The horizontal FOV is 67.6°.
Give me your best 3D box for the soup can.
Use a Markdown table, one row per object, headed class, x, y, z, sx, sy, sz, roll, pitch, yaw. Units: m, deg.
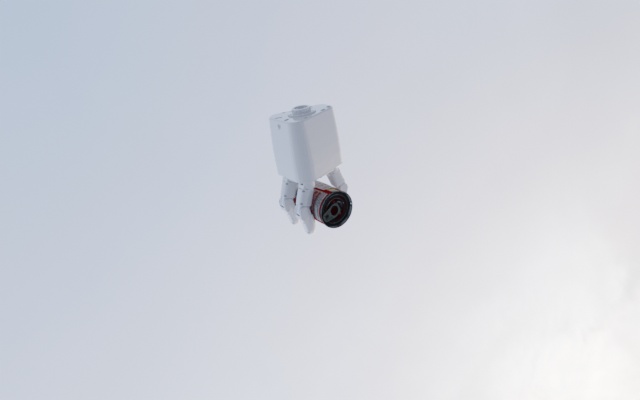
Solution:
| class | x | y | z | sx | sy | sz | roll | pitch | yaw |
| --- | --- | --- | --- | --- | --- | --- | --- | --- | --- |
| soup can | 0.000 | 0.003 | 0.862 | 0.068 | 0.068 | 0.102 | 0 | 15 | -36 |
